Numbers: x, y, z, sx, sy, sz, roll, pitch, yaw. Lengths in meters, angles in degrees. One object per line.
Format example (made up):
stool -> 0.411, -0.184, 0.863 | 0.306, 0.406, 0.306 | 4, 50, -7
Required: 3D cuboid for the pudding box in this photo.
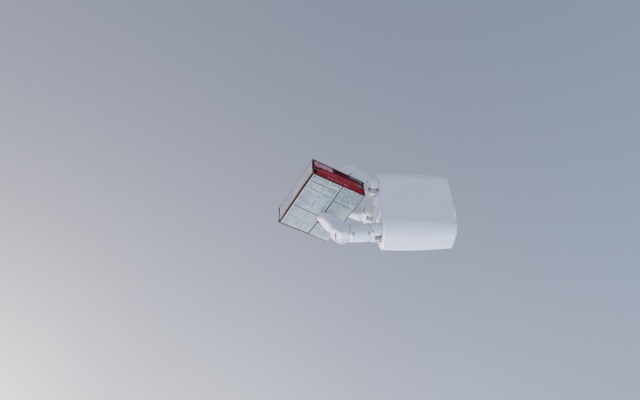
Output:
pudding box -> 0.000, 0.002, 0.718 | 0.090, 0.113, 0.039 | 24, 34, -19
